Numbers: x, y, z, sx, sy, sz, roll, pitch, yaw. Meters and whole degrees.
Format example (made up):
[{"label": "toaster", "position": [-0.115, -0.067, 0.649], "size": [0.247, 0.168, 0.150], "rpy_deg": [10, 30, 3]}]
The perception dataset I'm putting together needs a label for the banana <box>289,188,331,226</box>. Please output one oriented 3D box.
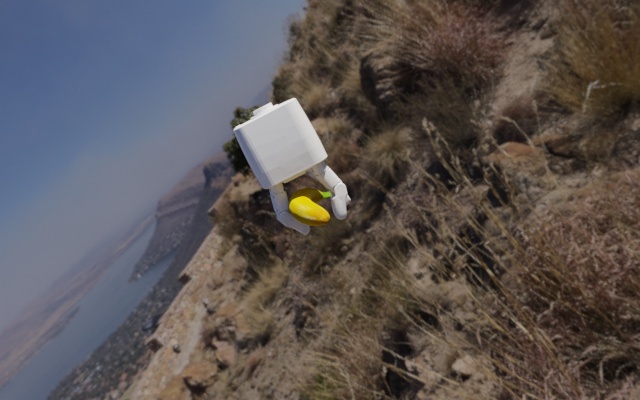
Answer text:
[{"label": "banana", "position": [-0.018, 0.006, 0.763], "size": [0.069, 0.037, 0.197], "rpy_deg": [-12, 13, 5]}]
